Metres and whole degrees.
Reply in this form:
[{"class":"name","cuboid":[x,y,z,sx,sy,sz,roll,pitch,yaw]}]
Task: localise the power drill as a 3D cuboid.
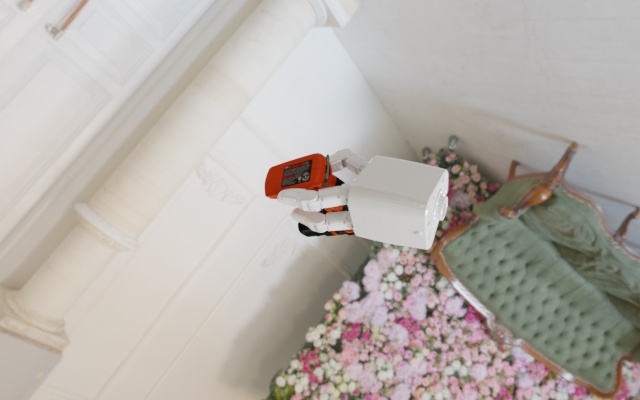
[{"class":"power drill","cuboid":[0.000,0.002,0.747,0.184,0.057,0.188,-15,-31,32]}]
